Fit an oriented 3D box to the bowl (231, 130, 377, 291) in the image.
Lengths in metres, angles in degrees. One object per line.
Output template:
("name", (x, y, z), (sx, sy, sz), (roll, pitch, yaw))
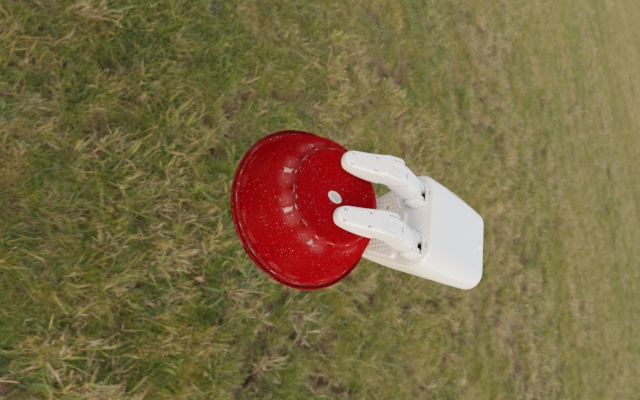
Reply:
("bowl", (-0.001, 0.001, 0.451), (0.162, 0.162, 0.055), (0, -13, -35))
